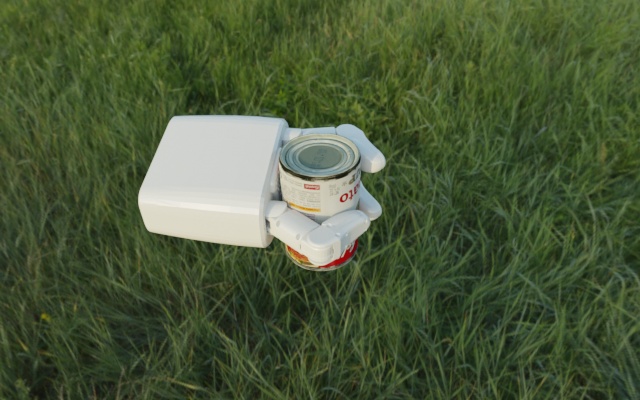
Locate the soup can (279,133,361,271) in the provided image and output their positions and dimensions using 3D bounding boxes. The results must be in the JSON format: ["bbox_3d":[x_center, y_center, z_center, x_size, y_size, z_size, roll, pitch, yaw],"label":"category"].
[{"bbox_3d":[0.001,0.001,0.412,0.068,0.102,0.068,-1,39,1],"label":"soup can"}]
